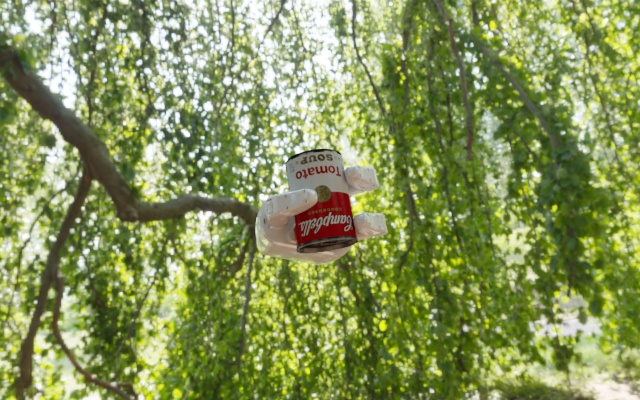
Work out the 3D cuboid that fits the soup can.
[{"bbox_3d":[0.000,0.001,0.529,0.068,0.102,0.068,-8,-15,-2],"label":"soup can"}]
